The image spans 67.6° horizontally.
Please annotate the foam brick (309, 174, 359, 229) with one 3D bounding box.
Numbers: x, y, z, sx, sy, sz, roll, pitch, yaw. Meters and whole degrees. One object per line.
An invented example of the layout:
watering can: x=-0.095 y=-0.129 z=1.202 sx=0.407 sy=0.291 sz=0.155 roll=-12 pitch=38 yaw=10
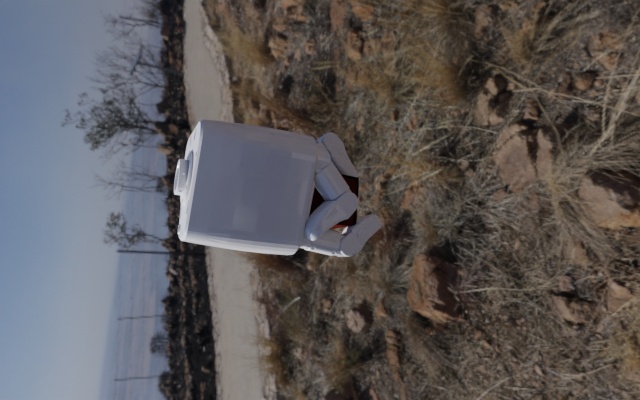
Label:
foam brick: x=0.000 y=0.002 z=0.509 sx=0.051 sy=0.053 sz=0.078 roll=8 pitch=-11 yaw=-22
